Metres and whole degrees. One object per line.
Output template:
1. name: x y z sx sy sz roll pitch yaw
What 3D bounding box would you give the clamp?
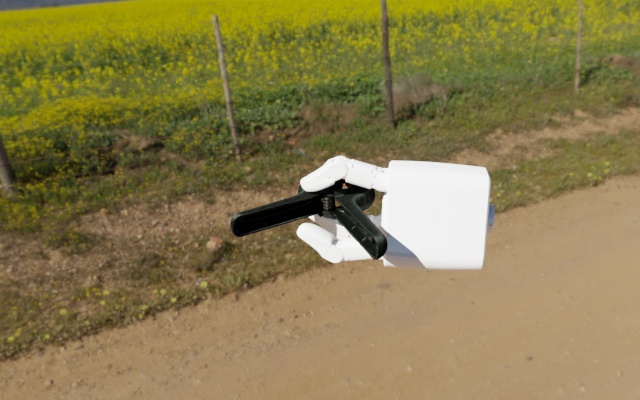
1. clamp: 0.000 0.001 0.558 0.164 0.036 0.210 6 24 8
